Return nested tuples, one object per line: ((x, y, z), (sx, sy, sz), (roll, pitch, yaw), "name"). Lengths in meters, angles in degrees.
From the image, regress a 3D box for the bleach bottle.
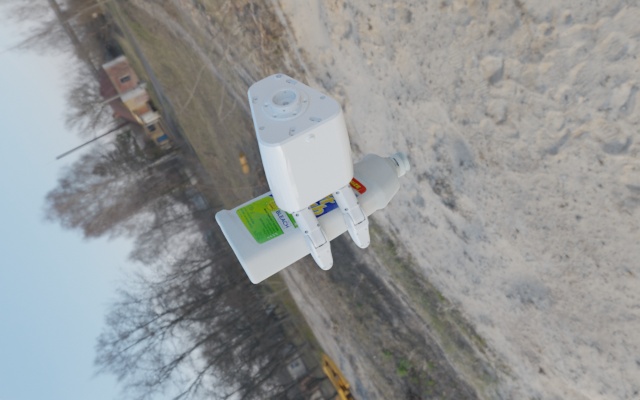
((0.000, 0.002, 0.615), (0.251, 0.102, 0.068), (-29, -37, -13), "bleach bottle")
